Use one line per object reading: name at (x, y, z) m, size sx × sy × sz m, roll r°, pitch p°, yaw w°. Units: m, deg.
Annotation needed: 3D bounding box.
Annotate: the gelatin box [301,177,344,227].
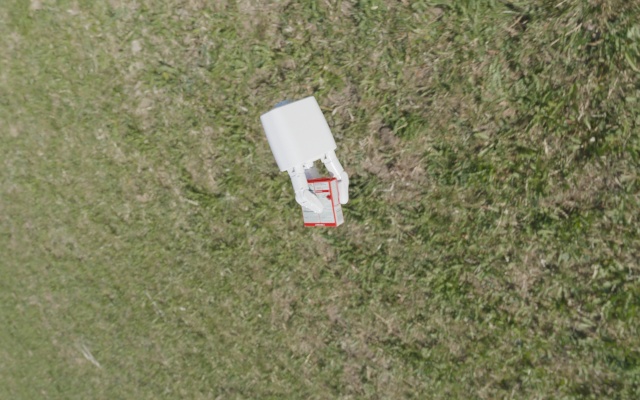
gelatin box at (0.000, 0.003, 0.885) m, size 0.073 × 0.089 × 0.030 m, roll -2°, pitch 13°, yaw 34°
